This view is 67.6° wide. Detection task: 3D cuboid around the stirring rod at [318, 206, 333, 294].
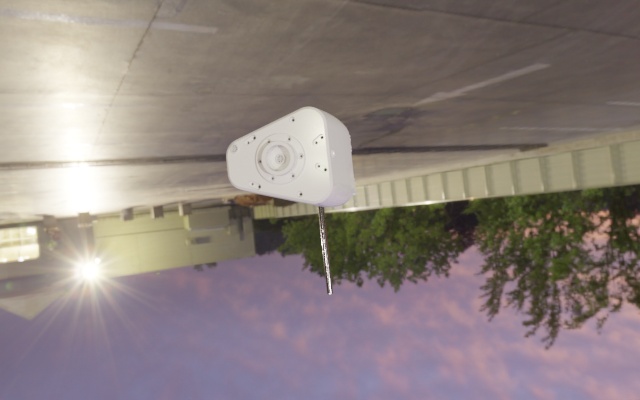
[{"bbox_3d":[0.000,0.002,0.627,0.011,0.239,0.011,-6,-1,0],"label":"stirring rod"}]
